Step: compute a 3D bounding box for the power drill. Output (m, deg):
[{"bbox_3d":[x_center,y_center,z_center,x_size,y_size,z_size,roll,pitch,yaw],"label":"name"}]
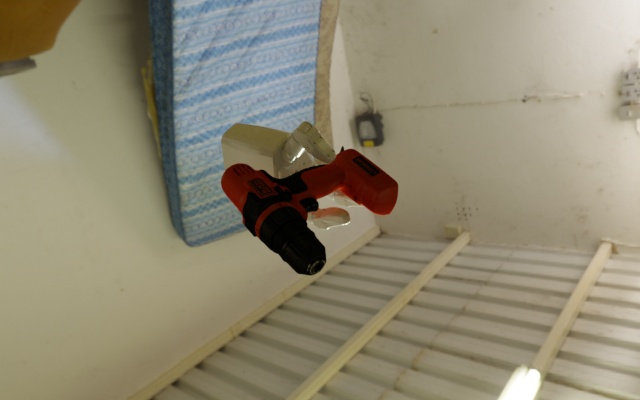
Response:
[{"bbox_3d":[0.000,0.002,0.564,0.187,0.057,0.184,-14,43,-34],"label":"power drill"}]
